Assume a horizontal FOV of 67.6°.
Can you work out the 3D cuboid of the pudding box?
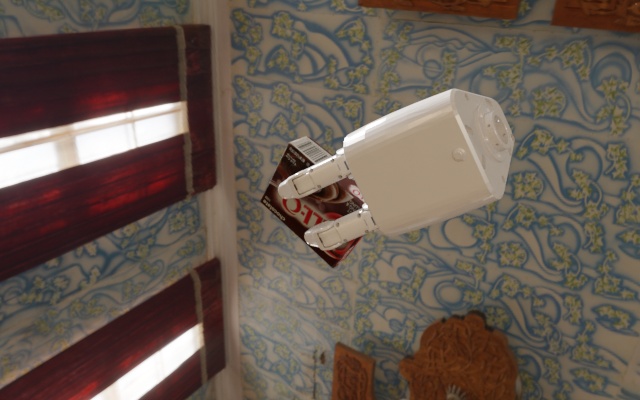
[{"bbox_3d":[0.000,0.002,0.497,0.113,0.090,0.039,43,39,14],"label":"pudding box"}]
